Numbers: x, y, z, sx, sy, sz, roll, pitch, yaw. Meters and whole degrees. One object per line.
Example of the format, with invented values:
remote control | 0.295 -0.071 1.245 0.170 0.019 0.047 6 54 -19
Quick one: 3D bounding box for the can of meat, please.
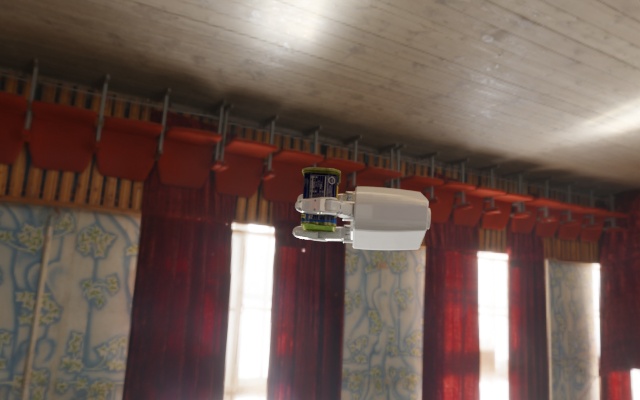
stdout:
can of meat | 0.000 0.003 0.727 0.057 0.084 0.102 3 -10 2
